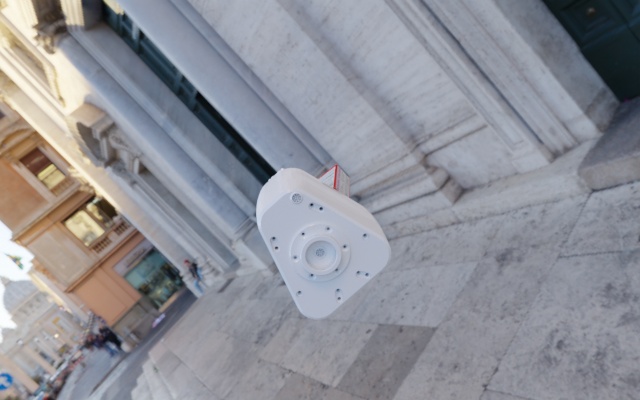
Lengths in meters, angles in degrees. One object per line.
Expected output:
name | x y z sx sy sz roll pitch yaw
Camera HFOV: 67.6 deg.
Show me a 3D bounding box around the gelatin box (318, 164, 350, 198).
gelatin box | 0.000 0.001 0.570 0.073 0.030 0.089 -39 16 17
